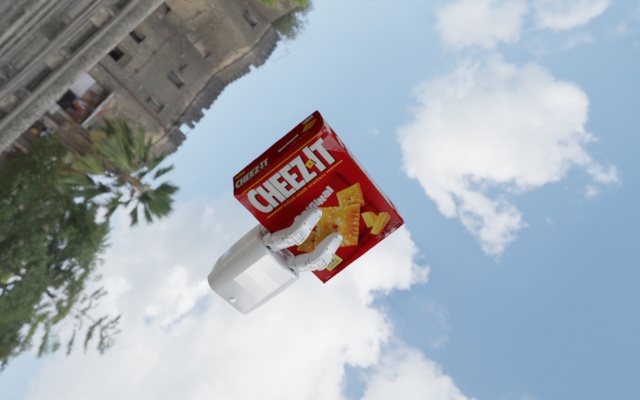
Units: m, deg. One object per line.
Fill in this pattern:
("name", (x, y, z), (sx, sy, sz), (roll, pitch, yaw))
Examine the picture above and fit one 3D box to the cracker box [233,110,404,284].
("cracker box", (0.000, 0.002, 0.716), (0.164, 0.214, 0.072), (-37, 28, 10))
